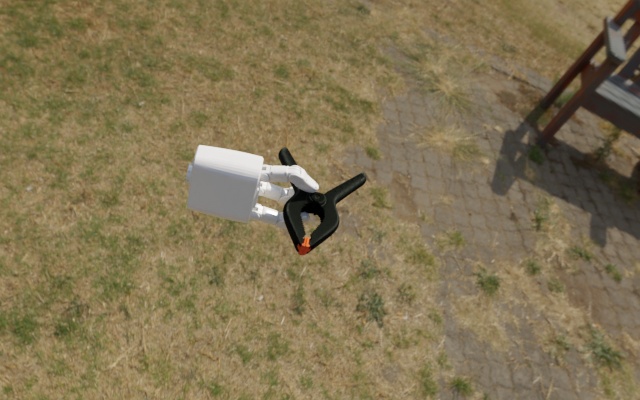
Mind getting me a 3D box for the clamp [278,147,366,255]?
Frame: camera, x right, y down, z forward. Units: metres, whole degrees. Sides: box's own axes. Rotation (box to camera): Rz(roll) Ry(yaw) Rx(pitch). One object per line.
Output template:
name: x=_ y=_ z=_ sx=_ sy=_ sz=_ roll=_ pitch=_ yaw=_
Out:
clamp: x=0.000 y=0.003 z=0.806 sx=0.164 sy=0.209 sz=0.036 roll=11 pitch=-41 yaw=-9
